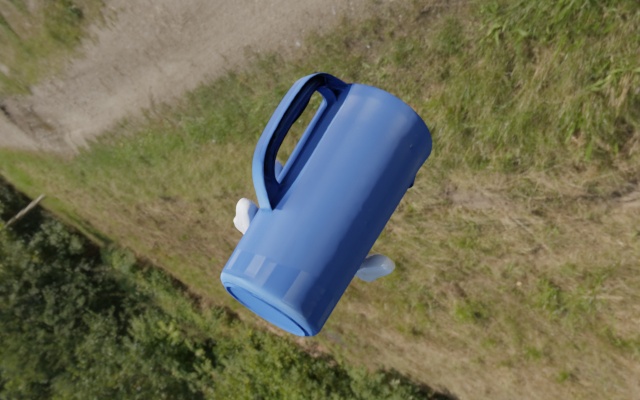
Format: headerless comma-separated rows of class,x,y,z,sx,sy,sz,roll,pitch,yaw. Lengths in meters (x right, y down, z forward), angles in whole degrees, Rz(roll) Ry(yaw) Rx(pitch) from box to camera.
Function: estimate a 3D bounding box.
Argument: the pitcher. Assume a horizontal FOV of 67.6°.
pitcher,0.000,0.002,0.485,0.149,0.242,0.145,28,-23,10
